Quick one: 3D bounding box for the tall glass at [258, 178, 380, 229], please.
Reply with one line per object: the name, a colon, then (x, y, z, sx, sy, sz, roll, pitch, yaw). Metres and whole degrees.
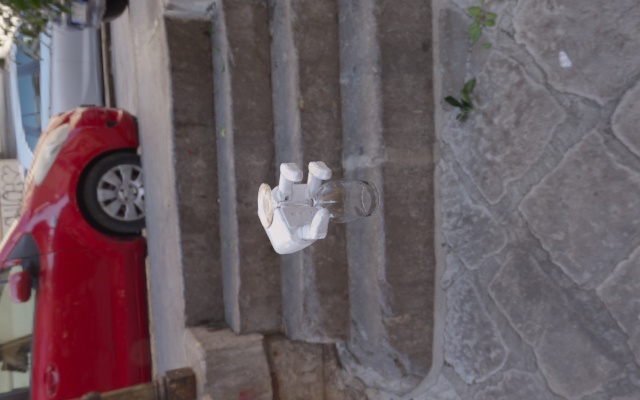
tall glass: (0.000, 0.003, 0.815, 0.201, 0.079, 0.079, -4, 2, -25)
